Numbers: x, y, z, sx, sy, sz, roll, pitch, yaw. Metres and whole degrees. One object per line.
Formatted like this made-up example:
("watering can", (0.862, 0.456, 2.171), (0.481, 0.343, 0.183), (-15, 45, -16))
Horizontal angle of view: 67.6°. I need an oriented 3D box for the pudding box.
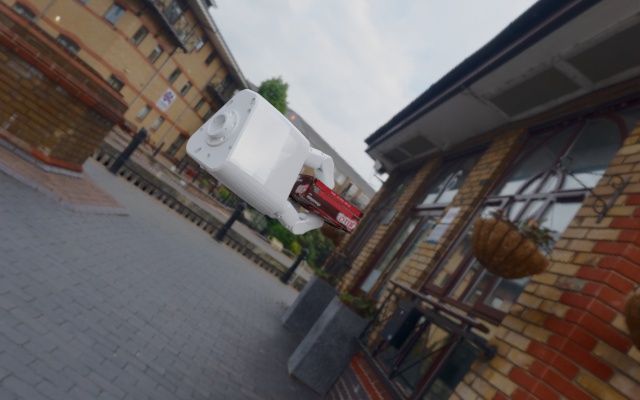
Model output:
("pudding box", (0.000, 0.002, 0.678), (0.090, 0.039, 0.113), (38, -5, -18))
